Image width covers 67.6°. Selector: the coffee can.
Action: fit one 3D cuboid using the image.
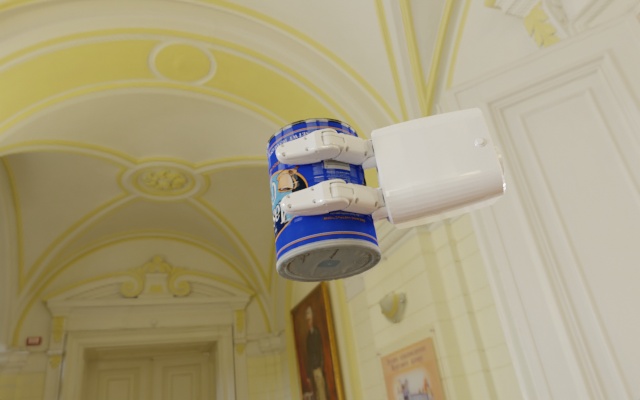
[{"bbox_3d":[0.000,0.002,0.495,0.103,0.140,0.103,-7,-26,-3],"label":"coffee can"}]
